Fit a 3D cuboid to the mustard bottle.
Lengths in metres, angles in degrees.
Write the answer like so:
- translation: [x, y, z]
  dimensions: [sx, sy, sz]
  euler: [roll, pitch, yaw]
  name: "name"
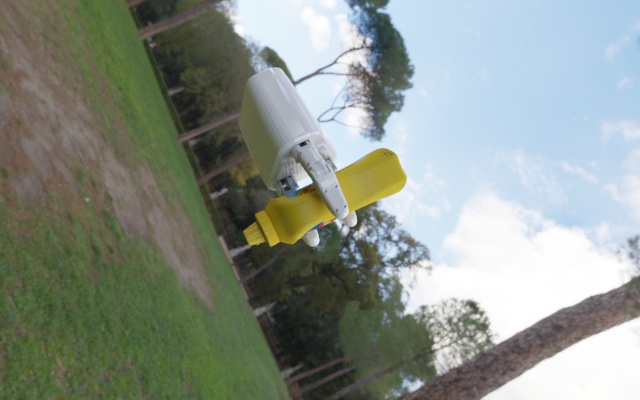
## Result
- translation: [0.000, 0.002, 0.556]
  dimensions: [0.191, 0.058, 0.096]
  euler: [-25, 5, -10]
  name: "mustard bottle"
